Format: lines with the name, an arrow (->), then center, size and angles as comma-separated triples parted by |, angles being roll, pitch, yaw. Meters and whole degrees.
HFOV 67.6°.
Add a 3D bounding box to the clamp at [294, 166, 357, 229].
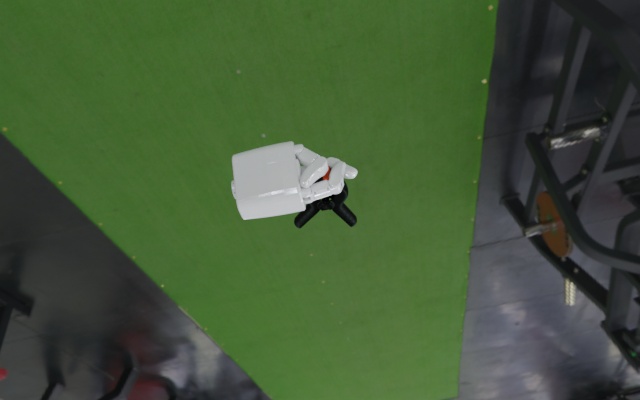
clamp -> 0.000, 0.003, 0.870 | 0.120, 0.039, 0.172 | -11, -38, 2
